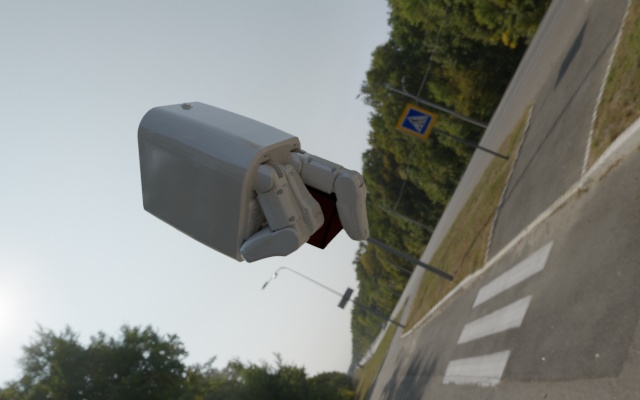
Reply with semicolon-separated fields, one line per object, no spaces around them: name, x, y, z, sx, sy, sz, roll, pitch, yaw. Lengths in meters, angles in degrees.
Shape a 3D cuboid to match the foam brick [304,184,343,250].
foam brick;0.000;0.002;0.448;0.051;0.053;0.078;23;22;14
